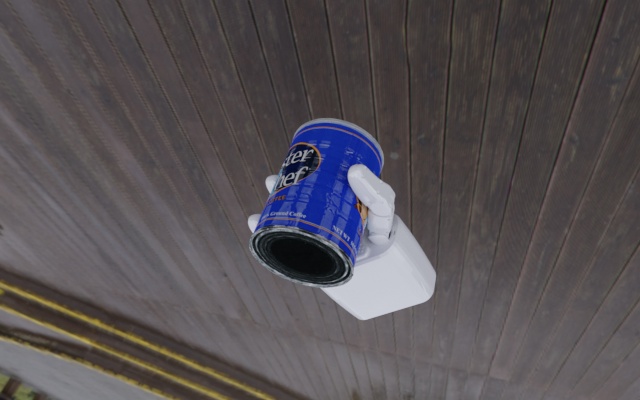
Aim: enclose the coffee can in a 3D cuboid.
[{"bbox_3d":[0.000,0.001,0.484,0.103,0.140,0.103,13,-35,9],"label":"coffee can"}]
